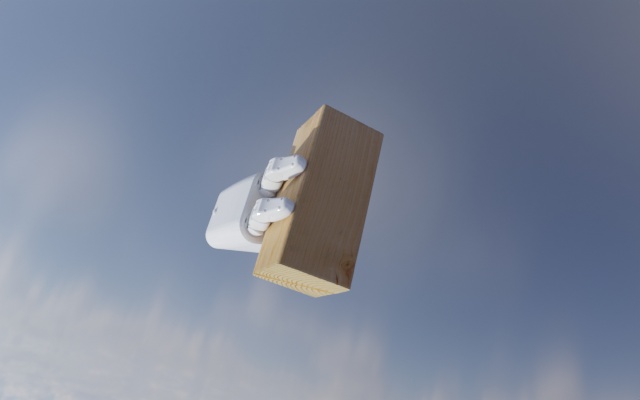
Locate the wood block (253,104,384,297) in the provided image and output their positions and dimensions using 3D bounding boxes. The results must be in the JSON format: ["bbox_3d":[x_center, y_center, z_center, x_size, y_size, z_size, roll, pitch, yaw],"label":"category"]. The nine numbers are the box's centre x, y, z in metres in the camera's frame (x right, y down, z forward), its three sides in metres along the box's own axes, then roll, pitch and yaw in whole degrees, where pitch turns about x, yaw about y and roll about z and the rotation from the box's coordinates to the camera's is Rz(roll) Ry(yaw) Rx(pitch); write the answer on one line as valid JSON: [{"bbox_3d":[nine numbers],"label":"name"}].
[{"bbox_3d":[0.000,0.002,0.584,0.091,0.206,0.090,24,-25,-20],"label":"wood block"}]
